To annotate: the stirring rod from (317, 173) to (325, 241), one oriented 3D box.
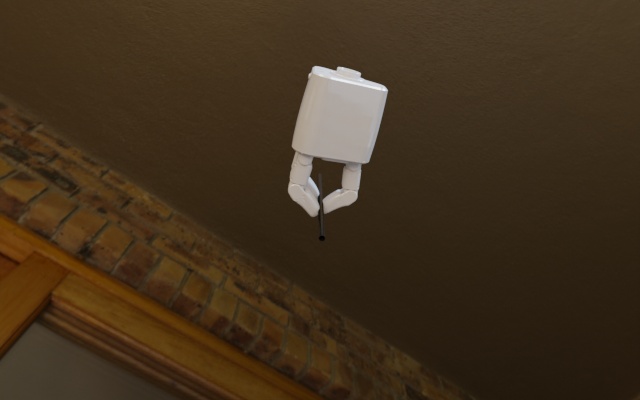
[{"bbox_3d":[0.000,0.002,0.702,0.011,0.011,0.239,0,22,-1],"label":"stirring rod"}]
